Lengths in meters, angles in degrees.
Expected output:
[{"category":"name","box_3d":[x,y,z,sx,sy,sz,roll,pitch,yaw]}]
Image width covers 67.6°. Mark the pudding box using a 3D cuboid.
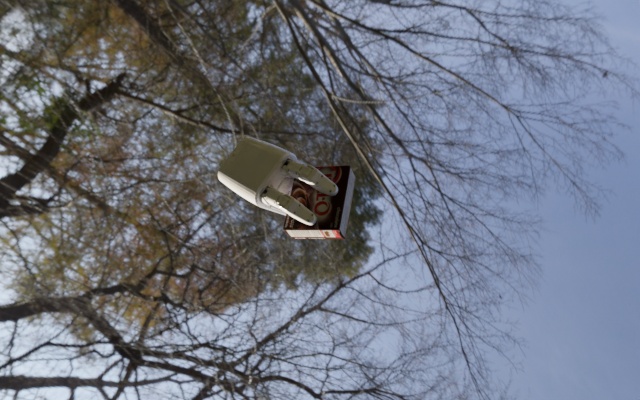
[{"category":"pudding box","box_3d":[0.000,0.002,0.723,0.090,0.113,0.039,-2,-28,23]}]
